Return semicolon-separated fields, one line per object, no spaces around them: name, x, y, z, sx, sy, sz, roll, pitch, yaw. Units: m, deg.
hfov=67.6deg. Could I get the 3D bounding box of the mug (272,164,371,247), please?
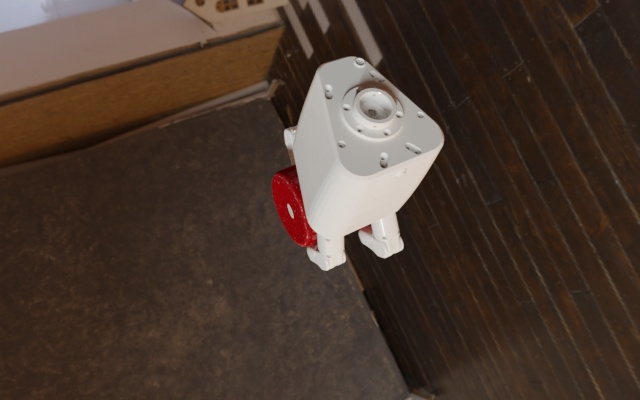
mug;0.000;0.002;0.501;0.081;0.093;0.117;-22;-20;-21
